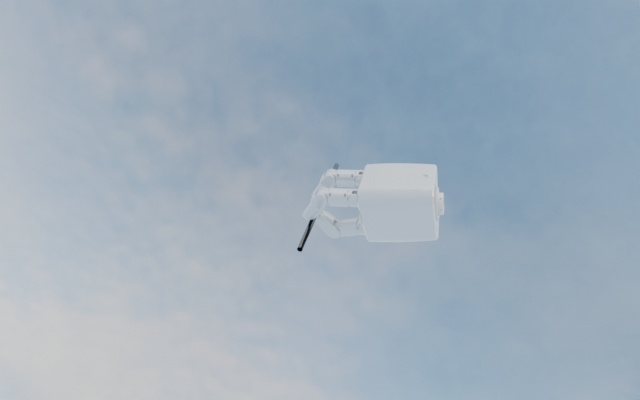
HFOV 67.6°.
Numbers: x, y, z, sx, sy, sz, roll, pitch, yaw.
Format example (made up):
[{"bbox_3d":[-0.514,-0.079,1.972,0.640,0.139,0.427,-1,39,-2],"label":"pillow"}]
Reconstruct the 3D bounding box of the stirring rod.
[{"bbox_3d":[0.000,0.003,0.762,0.011,0.011,0.239,0,33,17],"label":"stirring rod"}]
